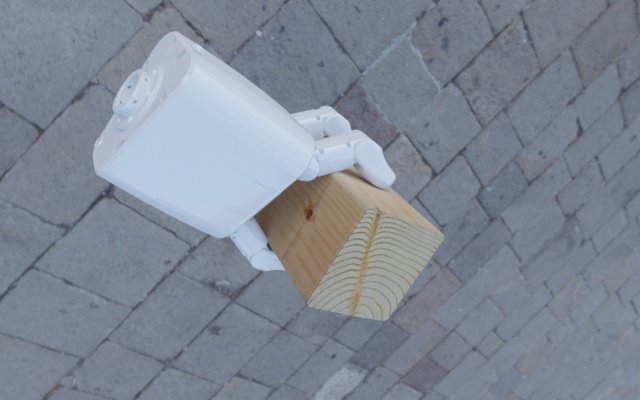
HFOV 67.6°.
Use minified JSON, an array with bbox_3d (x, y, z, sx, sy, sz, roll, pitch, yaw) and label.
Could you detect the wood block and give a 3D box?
[{"bbox_3d":[0.000,0.002,0.435,0.090,0.091,0.206,20,19,-37],"label":"wood block"}]
